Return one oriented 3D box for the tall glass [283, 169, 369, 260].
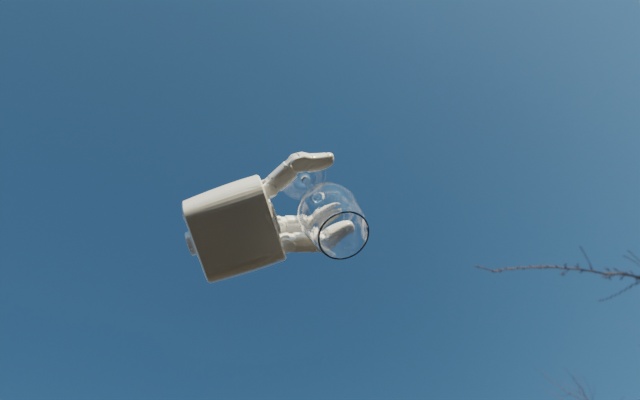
[{"bbox_3d":[0.000,0.002,0.627,0.079,0.079,0.201,0,22,-17],"label":"tall glass"}]
